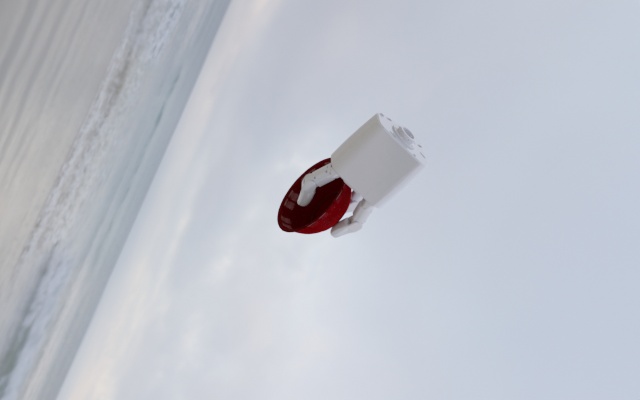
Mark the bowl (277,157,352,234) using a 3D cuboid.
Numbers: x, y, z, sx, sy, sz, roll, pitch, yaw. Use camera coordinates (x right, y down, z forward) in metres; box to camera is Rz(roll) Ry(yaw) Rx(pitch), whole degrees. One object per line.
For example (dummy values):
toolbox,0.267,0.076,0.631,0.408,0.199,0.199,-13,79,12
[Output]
bowl,-0.001,0.003,0.834,0.055,0.162,0.162,43,-24,-29
